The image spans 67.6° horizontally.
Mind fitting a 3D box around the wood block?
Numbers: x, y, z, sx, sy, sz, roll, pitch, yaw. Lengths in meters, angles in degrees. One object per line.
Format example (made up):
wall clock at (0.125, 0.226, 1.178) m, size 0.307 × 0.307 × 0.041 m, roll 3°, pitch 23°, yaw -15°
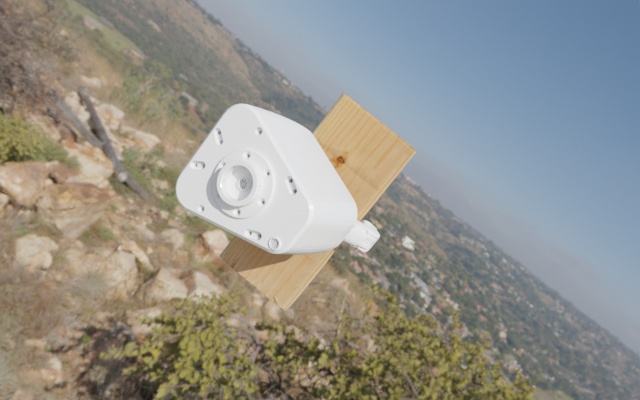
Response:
wood block at (0.000, 0.002, 0.506) m, size 0.091 × 0.206 × 0.090 m, roll 40°, pitch 10°, yaw 5°
